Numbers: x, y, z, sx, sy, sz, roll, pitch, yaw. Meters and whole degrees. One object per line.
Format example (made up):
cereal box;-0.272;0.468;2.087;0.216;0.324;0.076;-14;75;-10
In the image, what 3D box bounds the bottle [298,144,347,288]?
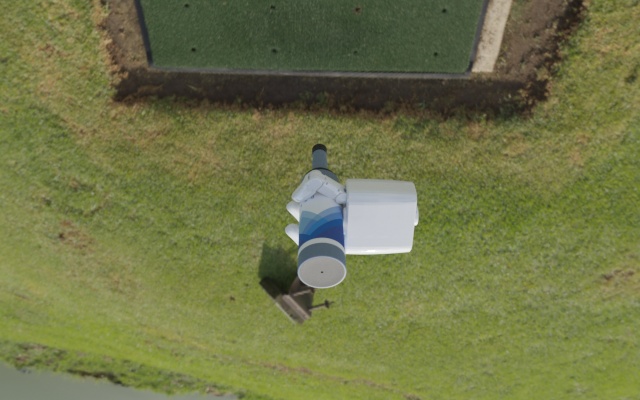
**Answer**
bottle;0.000;0.003;0.756;0.069;0.069;0.295;0;40;-1
